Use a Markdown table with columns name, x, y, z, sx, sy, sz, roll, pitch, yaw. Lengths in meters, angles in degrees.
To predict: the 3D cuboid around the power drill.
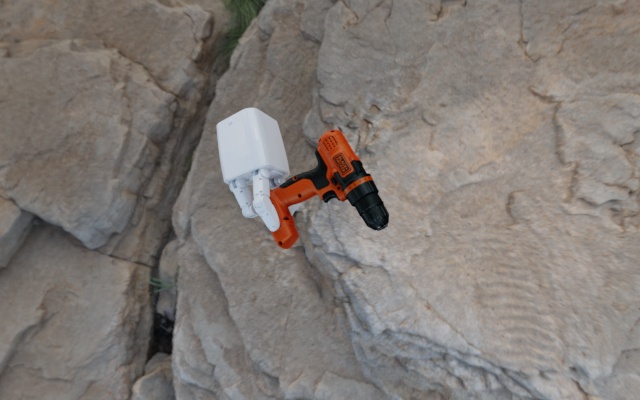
| name | x | y | z | sx | sy | sz | roll | pitch | yaw |
| --- | --- | --- | --- | --- | --- | --- | --- | --- | --- |
| power drill | 0.000 | 0.003 | 0.786 | 0.188 | 0.184 | 0.057 | -32 | -18 | 12 |
